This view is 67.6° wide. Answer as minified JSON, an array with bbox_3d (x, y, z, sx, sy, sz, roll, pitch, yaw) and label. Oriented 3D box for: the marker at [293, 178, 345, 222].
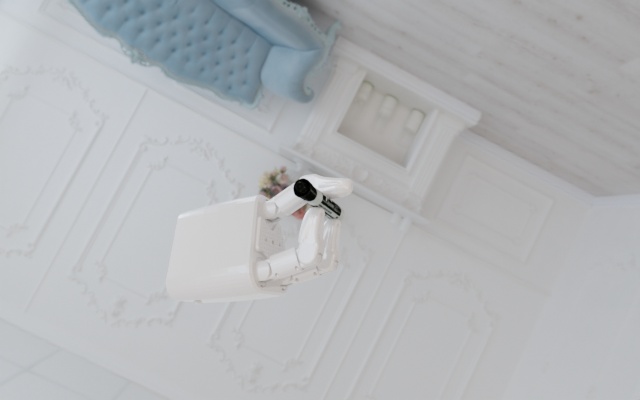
[{"bbox_3d":[0.000,0.002,0.500,0.020,0.020,0.121,0,-14,20],"label":"marker"}]
